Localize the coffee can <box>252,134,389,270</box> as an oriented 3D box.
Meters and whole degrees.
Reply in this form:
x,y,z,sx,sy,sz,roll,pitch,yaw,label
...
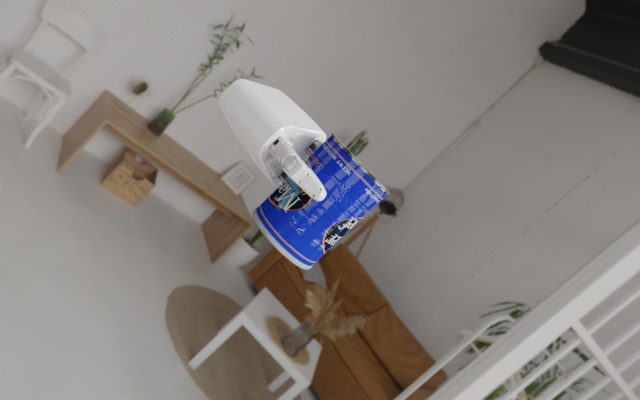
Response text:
x,y,z,sx,sy,sz,roll,pitch,yaw,label
0.000,0.002,0.597,0.140,0.103,0.103,-44,-7,7,coffee can
